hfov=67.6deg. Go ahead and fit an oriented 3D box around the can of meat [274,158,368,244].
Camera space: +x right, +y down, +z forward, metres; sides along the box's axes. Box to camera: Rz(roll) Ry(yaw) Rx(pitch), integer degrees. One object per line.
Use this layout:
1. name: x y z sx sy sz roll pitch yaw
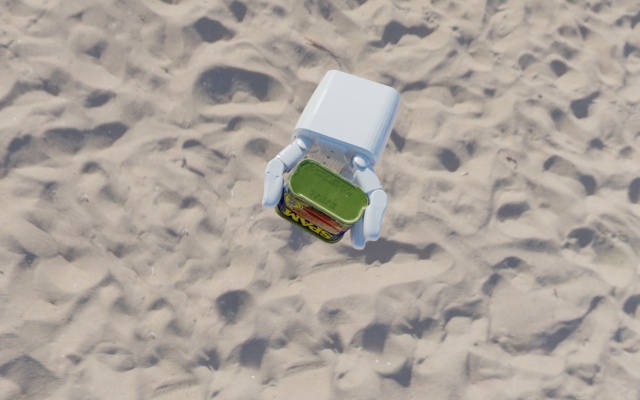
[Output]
1. can of meat: 0.000 0.002 0.588 0.102 0.057 0.084 30 -24 -4
